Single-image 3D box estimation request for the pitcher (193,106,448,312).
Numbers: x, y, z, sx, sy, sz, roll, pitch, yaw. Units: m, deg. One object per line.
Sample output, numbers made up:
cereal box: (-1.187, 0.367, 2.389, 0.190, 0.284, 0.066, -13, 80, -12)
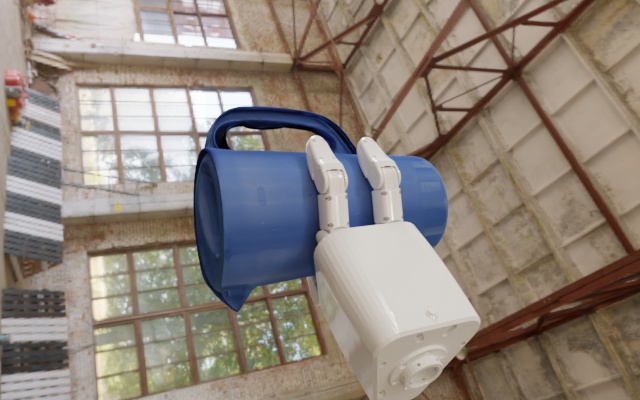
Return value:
pitcher: (0.000, 0.002, 0.477, 0.243, 0.149, 0.145, -4, 39, -25)
